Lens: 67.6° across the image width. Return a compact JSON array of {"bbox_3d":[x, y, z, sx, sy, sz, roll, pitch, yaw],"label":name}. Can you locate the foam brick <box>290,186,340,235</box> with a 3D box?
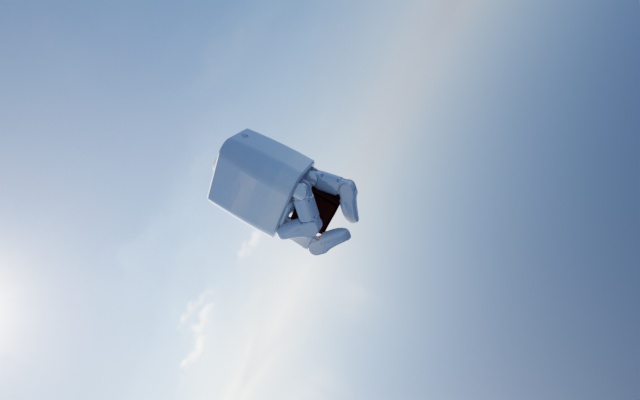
[{"bbox_3d":[0.000,0.002,0.670,0.051,0.053,0.078,28,24,3],"label":"foam brick"}]
